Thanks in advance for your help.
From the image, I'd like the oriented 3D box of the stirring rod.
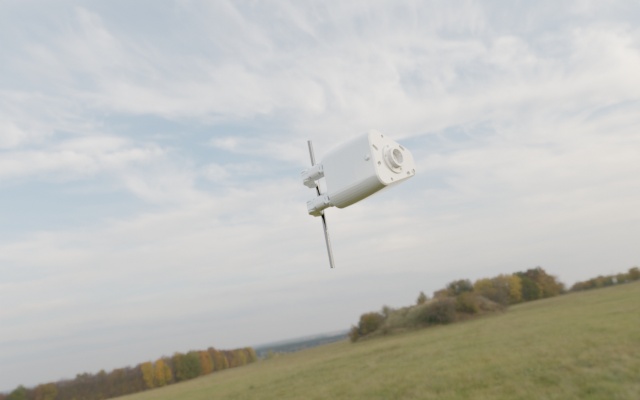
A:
[{"bbox_3d":[0.000,0.003,0.858,0.011,0.239,0.011,-10,-16,-3],"label":"stirring rod"}]
